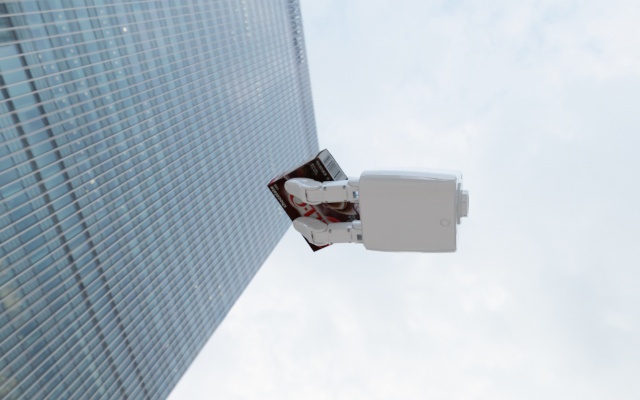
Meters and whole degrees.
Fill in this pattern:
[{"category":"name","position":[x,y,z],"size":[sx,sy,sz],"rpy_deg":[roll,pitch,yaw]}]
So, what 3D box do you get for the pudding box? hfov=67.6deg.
[{"category":"pudding box","position":[0.000,0.002,0.611],"size":[0.090,0.113,0.039],"rpy_deg":[-27,12,32]}]
